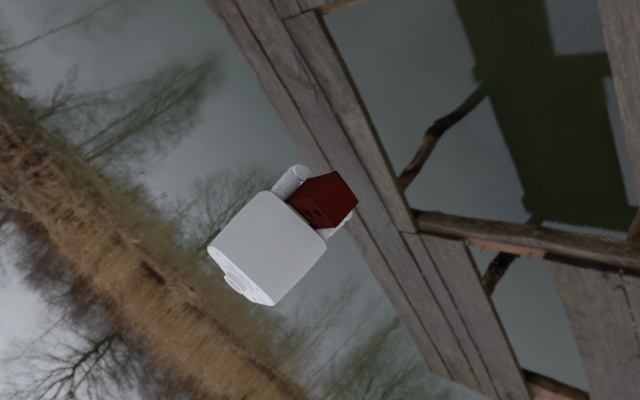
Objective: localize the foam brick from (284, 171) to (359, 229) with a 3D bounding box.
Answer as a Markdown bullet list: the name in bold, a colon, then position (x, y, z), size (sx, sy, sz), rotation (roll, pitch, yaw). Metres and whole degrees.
- **foam brick**: position (0.000, 0.002, 0.614), size (0.051, 0.053, 0.078), rotation (-46, 17, -26)
